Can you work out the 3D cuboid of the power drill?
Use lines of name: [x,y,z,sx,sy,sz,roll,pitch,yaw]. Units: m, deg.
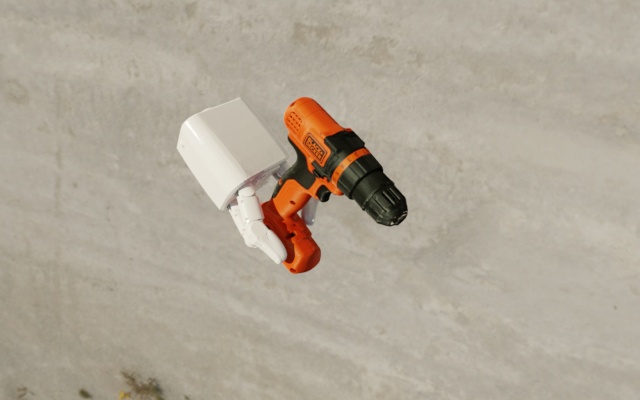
power drill: [0.000,0.002,0.561,0.057,0.184,0.188,-15,-33,-44]
